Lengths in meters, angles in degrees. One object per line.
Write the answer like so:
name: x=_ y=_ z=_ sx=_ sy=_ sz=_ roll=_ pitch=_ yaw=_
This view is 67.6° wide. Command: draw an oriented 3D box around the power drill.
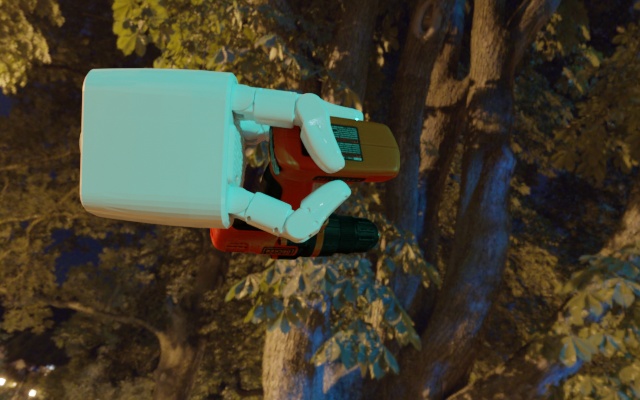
power drill: x=0.000 y=0.001 z=0.452 sx=0.184 sy=0.057 sz=0.188 roll=2 pitch=-32 yaw=-21
